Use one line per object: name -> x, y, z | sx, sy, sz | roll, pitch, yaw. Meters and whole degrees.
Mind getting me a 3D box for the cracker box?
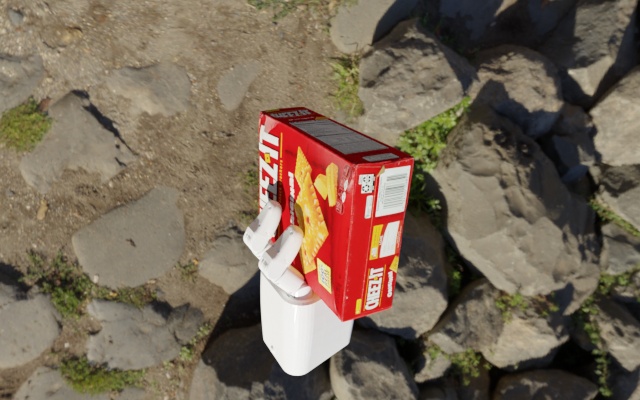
cracker box -> 0.000, 0.002, 0.523 | 0.072, 0.164, 0.213 | -9, 26, -29
